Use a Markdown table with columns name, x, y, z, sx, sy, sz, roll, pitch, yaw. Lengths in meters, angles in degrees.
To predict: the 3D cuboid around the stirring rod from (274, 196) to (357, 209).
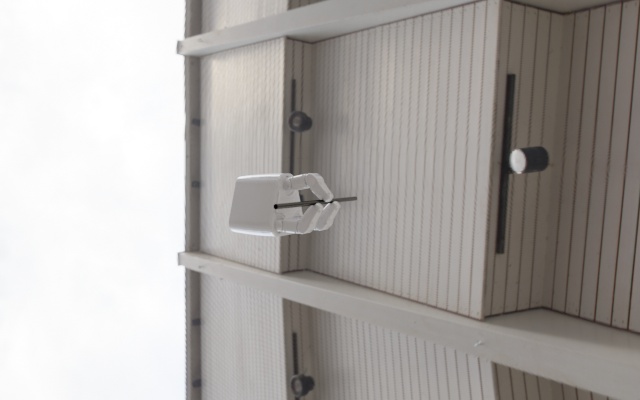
| name | x | y | z | sx | sy | sz | roll | pitch | yaw |
| --- | --- | --- | --- | --- | --- | --- | --- | --- | --- |
| stirring rod | 0.000 | 0.003 | 0.799 | 0.011 | 0.011 | 0.239 | 0 | 3 | 33 |
